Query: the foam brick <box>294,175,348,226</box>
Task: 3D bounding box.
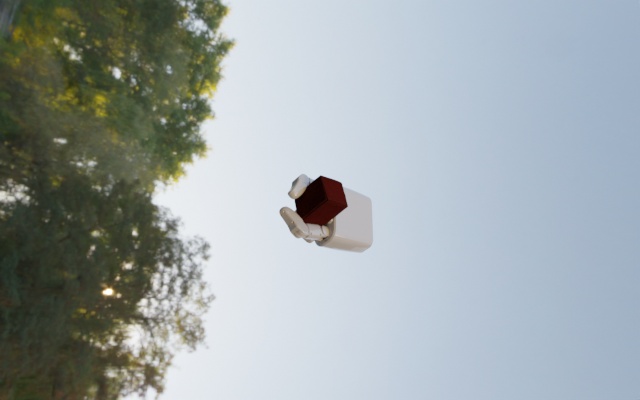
[{"bbox_3d":[0.000,0.003,0.821,0.051,0.053,0.078,17,-42,-38],"label":"foam brick"}]
